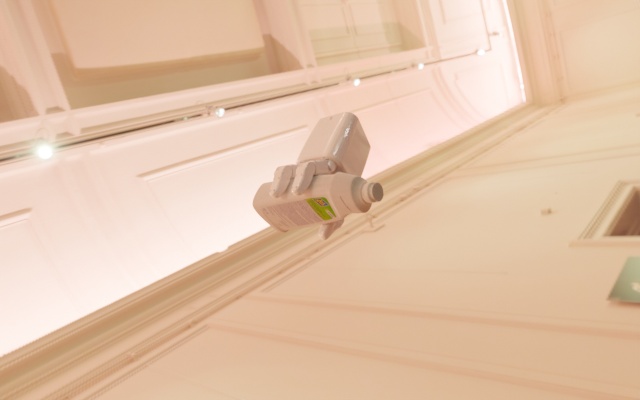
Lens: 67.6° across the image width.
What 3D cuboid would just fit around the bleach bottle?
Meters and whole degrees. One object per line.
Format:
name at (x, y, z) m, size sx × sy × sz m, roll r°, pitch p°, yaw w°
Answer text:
bleach bottle at (0.000, 0.003, 0.796) m, size 0.251 × 0.068 × 0.103 m, roll -6°, pitch -40°, yaw 44°
